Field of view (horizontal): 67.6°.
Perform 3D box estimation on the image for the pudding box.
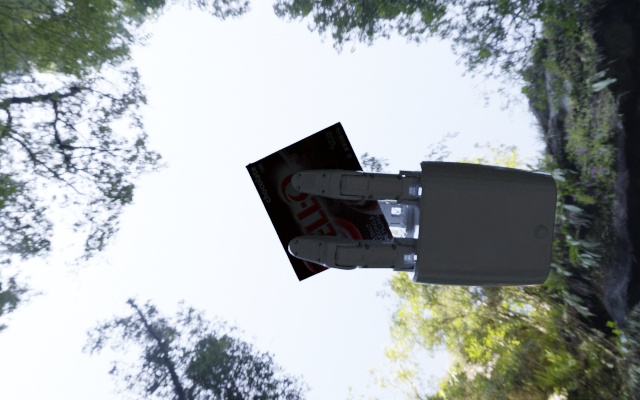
[{"bbox_3d":[0.000,0.001,0.415,0.090,0.113,0.039,-25,2,4],"label":"pudding box"}]
